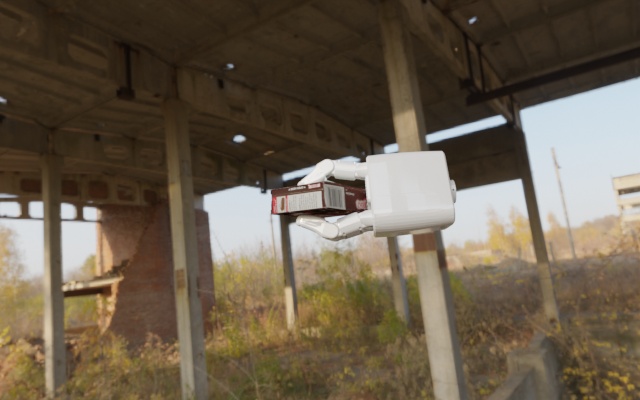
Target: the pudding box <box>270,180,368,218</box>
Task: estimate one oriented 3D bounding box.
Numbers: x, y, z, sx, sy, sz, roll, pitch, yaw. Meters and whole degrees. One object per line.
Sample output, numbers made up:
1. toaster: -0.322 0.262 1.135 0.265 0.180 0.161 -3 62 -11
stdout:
1. pudding box: 0.000 0.002 0.656 0.090 0.039 0.113 -9 -11 33
